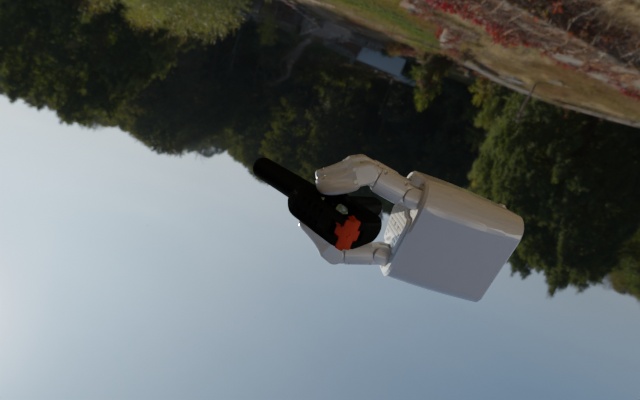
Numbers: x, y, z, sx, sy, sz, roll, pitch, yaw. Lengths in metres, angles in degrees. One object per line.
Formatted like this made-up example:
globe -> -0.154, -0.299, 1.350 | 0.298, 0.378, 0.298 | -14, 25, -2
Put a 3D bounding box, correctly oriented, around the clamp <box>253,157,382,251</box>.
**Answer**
clamp -> 0.000, 0.003, 0.493 | 0.164, 0.036, 0.210 | 20, 10, -5
